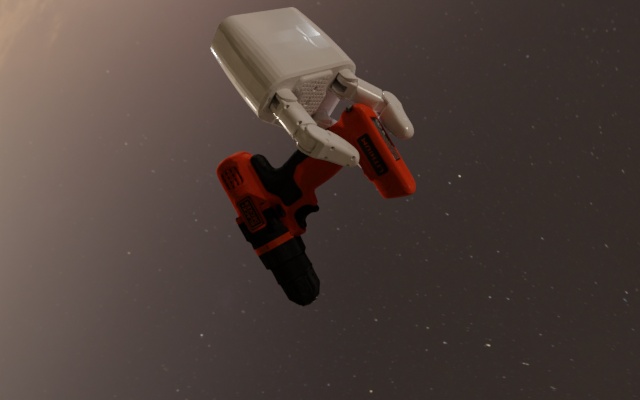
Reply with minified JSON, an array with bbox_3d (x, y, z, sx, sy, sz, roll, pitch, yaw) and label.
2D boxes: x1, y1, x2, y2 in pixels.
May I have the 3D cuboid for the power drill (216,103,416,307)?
[{"bbox_3d":[0.000,0.001,0.501,0.188,0.184,0.057,-29,2,18],"label":"power drill"}]
